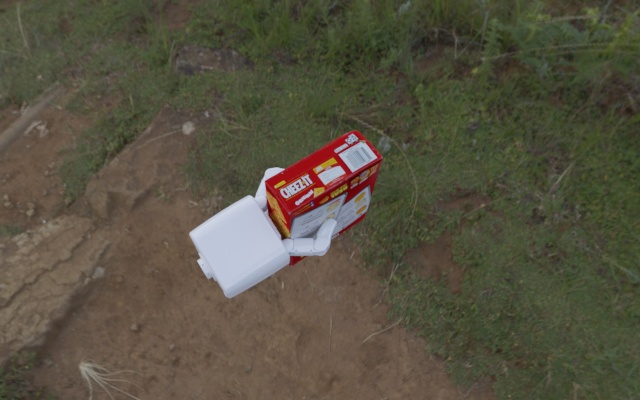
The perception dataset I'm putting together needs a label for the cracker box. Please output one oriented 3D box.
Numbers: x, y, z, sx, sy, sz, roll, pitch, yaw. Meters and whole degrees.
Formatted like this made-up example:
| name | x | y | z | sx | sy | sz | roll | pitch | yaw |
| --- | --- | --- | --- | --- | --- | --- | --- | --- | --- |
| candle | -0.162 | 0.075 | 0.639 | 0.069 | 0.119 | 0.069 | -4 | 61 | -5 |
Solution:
| name | x | y | z | sx | sy | sz | roll | pitch | yaw |
| --- | --- | --- | --- | --- | --- | --- | --- | --- | --- |
| cracker box | 0.000 | 0.003 | 0.758 | 0.164 | 0.072 | 0.214 | -32 | -21 | -17 |
